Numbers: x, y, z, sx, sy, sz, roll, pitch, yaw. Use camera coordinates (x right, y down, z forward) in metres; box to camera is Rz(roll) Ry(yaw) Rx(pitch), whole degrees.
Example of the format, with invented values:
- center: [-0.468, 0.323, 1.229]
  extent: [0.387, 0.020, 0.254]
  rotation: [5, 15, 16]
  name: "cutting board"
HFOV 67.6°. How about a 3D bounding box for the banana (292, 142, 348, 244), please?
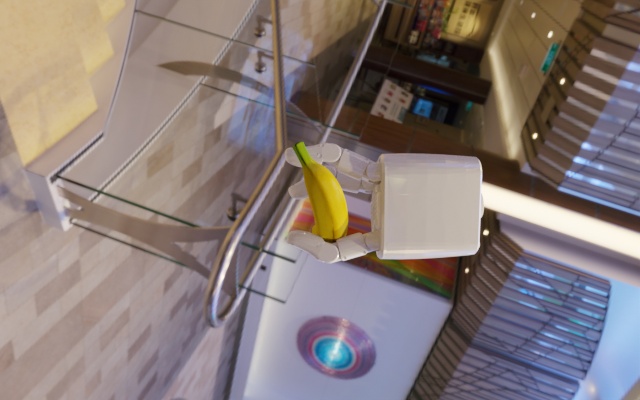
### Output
- center: [0.006, 0.015, 0.535]
  extent: [0.037, 0.069, 0.198]
  rotation: [-20, -31, -7]
  name: "banana"
